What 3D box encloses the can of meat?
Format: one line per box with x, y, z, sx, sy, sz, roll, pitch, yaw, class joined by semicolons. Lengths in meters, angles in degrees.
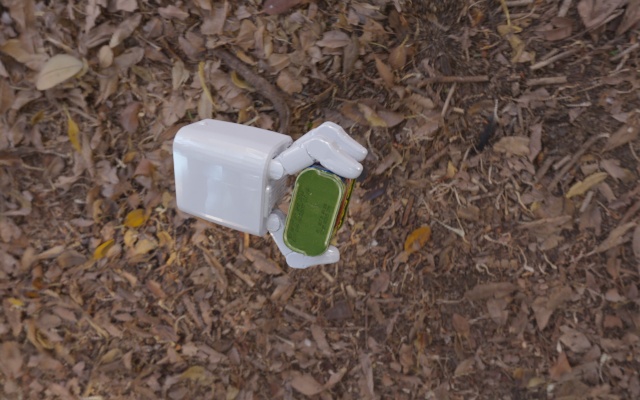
0.000;0.002;0.527;0.057;0.102;0.084;18;21;7;can of meat
